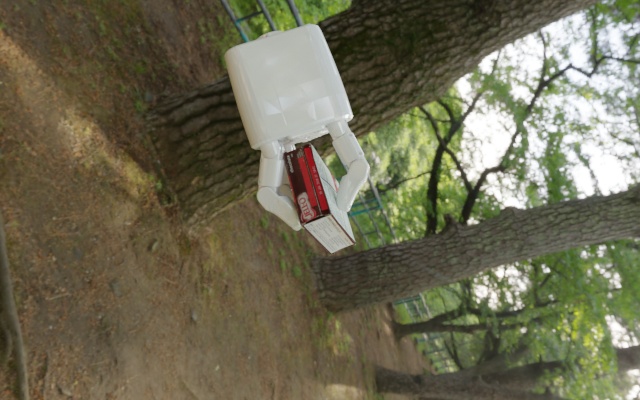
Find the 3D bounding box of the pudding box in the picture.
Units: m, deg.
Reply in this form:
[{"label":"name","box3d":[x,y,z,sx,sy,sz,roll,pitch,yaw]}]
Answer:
[{"label":"pudding box","box3d":[0.000,0.002,0.540,0.039,0.090,0.113,-21,-27,11]}]
